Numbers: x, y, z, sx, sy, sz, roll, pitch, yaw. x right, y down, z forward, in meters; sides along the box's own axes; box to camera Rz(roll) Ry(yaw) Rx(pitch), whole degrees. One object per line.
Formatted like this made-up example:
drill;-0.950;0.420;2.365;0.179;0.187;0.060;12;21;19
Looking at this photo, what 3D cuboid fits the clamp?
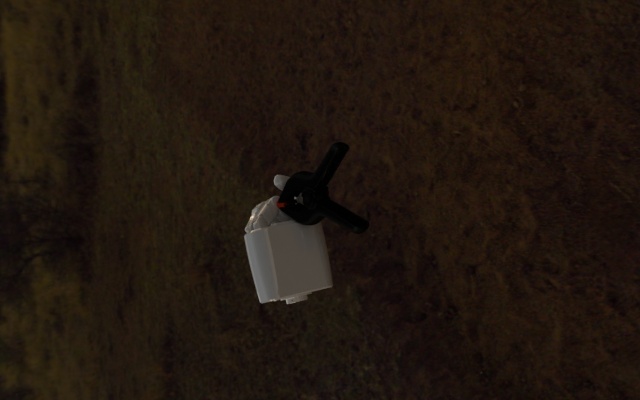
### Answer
clamp;-0.001;0.002;0.665;0.039;0.120;0.171;-10;-10;-36
